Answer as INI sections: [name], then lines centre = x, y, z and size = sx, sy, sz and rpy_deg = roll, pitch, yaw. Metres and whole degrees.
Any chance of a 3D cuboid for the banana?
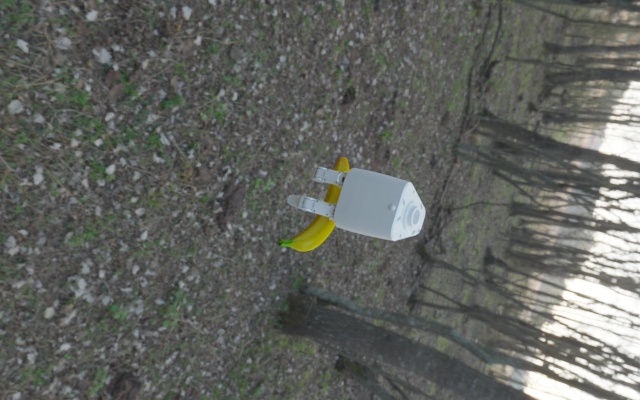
[banana]
centre = 0.007, 0.017, 0.827
size = 0.037, 0.197, 0.070
rpy_deg = 14, -28, 43
